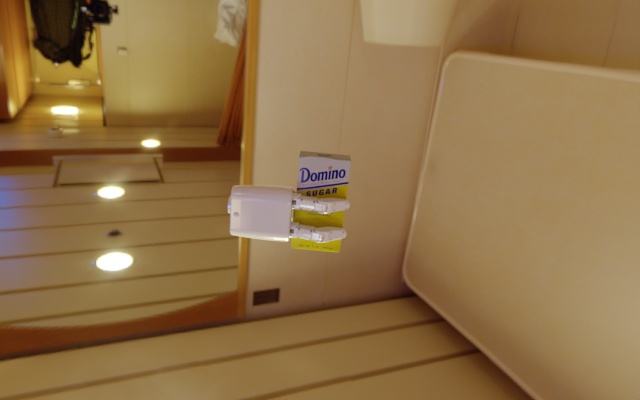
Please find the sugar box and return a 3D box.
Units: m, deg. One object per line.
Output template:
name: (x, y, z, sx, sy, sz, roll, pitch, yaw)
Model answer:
sugar box: (0.000, 0.003, 0.867, 0.093, 0.176, 0.048, 5, 20, -2)
